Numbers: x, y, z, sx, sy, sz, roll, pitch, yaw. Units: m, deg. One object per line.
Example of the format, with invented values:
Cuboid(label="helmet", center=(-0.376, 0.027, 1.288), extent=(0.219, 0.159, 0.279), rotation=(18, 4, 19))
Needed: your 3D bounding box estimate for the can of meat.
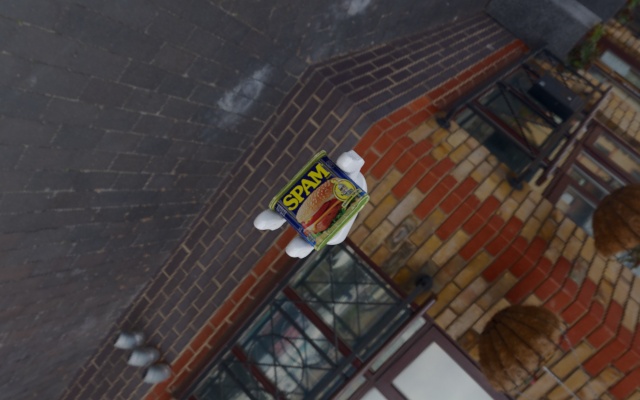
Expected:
Cuboid(label="can of meat", center=(0.000, 0.002, 0.613), extent=(0.084, 0.102, 0.057), rotation=(44, -3, 10))
